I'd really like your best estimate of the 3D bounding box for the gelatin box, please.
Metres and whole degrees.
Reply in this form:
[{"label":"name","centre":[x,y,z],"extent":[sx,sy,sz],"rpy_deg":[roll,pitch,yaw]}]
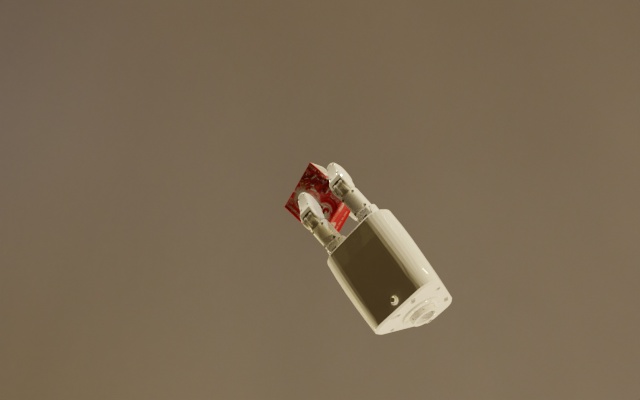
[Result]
[{"label":"gelatin box","centre":[0.000,0.002,0.632],"extent":[0.030,0.073,0.089],"rpy_deg":[18,17,-45]}]
